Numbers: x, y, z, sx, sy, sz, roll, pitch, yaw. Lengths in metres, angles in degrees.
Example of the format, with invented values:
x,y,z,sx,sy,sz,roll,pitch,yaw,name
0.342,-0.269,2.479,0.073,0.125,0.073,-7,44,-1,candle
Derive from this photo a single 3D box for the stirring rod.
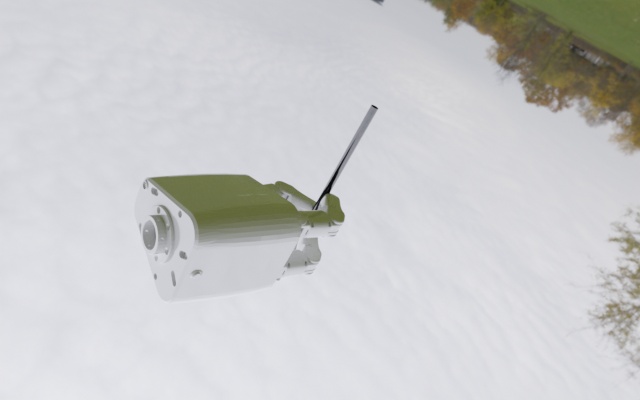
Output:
x,y,z,sx,sy,sz,roll,pitch,yaw,name
0.000,0.002,0.518,0.011,0.240,0.011,22,29,-13,stirring rod
